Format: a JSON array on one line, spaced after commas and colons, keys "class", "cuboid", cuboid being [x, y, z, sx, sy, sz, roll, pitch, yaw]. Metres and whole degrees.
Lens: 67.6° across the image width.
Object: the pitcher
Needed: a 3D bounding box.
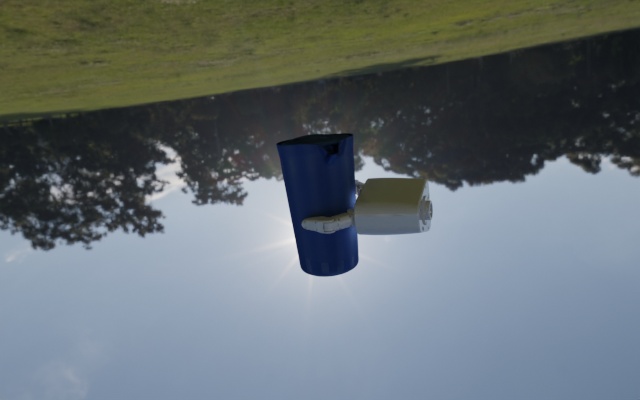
[{"class": "pitcher", "cuboid": [0.000, 0.003, 0.853, 0.145, 0.243, 0.149, -1, 14, 23]}]
